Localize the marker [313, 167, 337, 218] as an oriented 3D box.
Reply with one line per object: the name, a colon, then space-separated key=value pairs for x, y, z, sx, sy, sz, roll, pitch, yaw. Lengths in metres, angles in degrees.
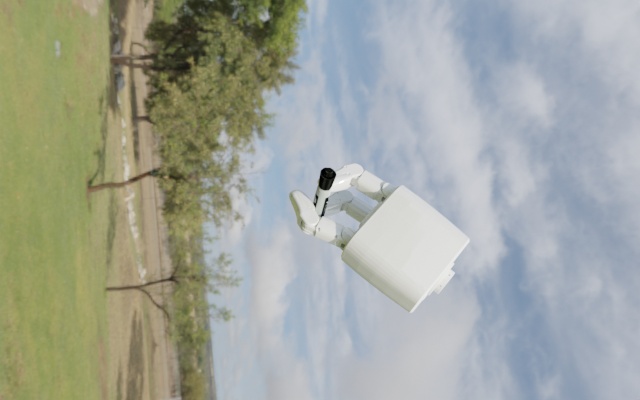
marker: x=0.000 y=0.002 z=0.586 sx=0.020 sy=0.020 sz=0.121 roll=0 pitch=-36 yaw=-12
